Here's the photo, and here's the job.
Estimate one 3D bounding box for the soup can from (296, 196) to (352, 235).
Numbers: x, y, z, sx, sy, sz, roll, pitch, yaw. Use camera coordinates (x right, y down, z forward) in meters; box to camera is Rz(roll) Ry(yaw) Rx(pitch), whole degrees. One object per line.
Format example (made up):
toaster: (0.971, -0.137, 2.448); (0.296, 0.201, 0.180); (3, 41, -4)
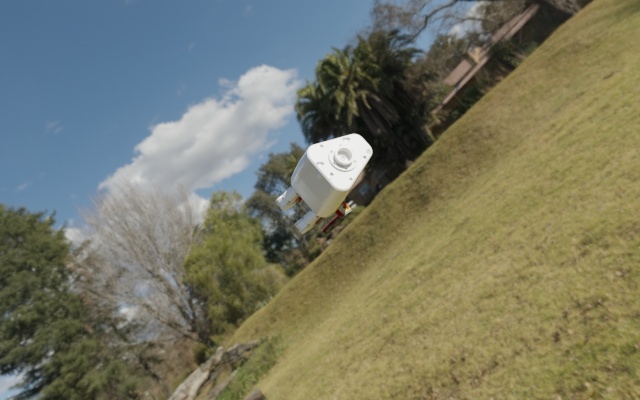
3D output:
soup can: (0.000, 0.003, 0.878); (0.068, 0.102, 0.068); (-40, -8, -7)
